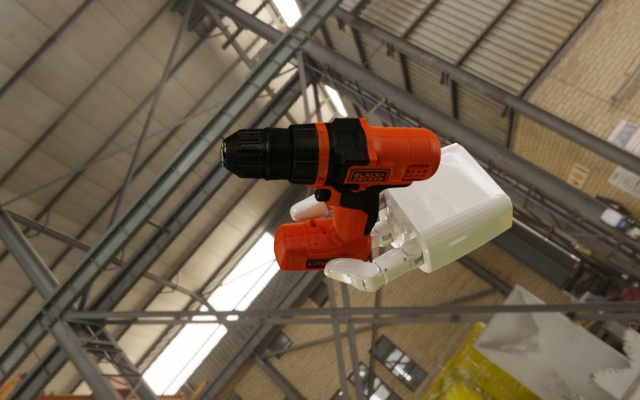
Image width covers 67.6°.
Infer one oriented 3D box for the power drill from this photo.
[{"bbox_3d":[0.000,0.002,0.450,0.184,0.057,0.188,0,-34,-11],"label":"power drill"}]
